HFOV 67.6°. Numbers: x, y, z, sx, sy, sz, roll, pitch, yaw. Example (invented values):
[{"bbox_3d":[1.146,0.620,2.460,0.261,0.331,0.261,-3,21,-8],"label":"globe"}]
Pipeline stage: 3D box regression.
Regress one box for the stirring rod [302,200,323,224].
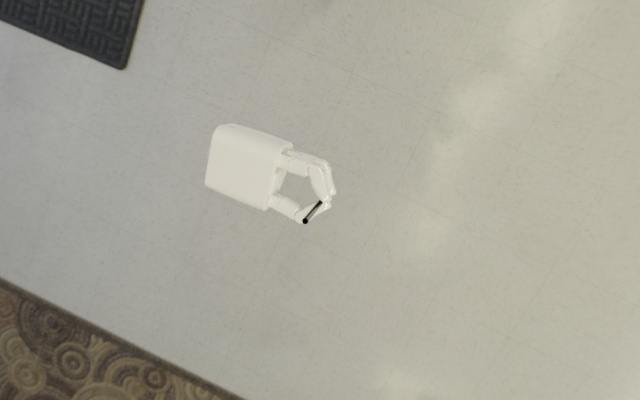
[{"bbox_3d":[0.000,0.002,0.711,0.011,0.011,0.239,0,11,9],"label":"stirring rod"}]
